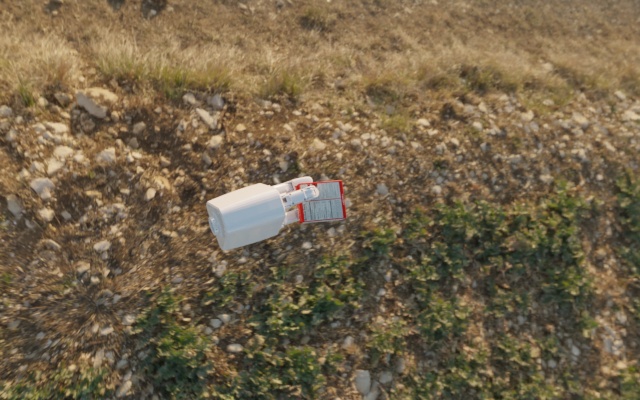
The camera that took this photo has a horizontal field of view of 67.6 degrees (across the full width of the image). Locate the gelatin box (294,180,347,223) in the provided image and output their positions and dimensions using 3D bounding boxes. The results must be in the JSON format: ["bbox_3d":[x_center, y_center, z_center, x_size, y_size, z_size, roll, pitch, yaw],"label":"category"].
[{"bbox_3d":[0.001,0.003,0.893,0.089,0.073,0.030,-5,-7,-18],"label":"gelatin box"}]
